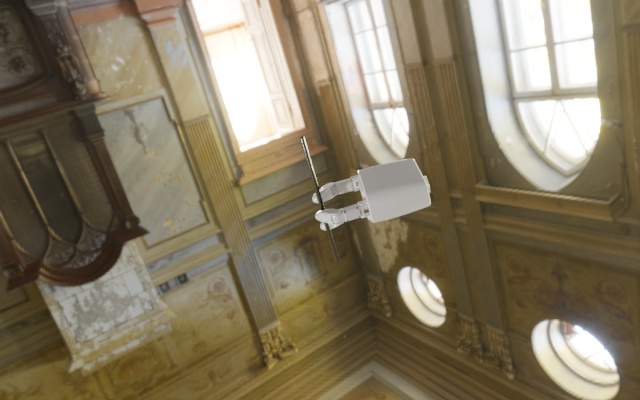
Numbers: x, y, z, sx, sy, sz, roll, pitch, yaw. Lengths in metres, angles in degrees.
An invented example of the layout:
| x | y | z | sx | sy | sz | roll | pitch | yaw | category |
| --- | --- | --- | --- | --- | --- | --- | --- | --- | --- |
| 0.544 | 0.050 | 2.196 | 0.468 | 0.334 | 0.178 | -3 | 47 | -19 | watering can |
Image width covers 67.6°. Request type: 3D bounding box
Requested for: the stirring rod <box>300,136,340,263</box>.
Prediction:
| x | y | z | sx | sy | sz | roll | pitch | yaw | category |
| --- | --- | --- | --- | --- | --- | --- | --- | --- | --- |
| 0.000 | 0.003 | 0.846 | 0.011 | 0.239 | 0.011 | -14 | 17 | 5 | stirring rod |
